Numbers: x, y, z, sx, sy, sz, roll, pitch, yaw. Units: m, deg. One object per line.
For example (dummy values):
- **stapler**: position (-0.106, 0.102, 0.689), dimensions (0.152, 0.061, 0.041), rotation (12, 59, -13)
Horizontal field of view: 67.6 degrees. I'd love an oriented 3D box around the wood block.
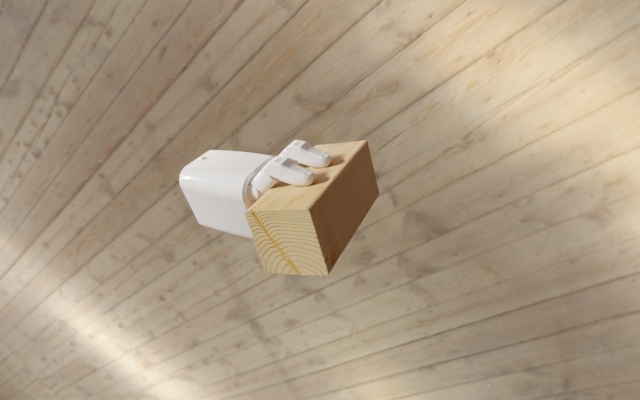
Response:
- **wood block**: position (0.000, 0.002, 0.635), dimensions (0.090, 0.091, 0.206), rotation (-2, 27, 27)
